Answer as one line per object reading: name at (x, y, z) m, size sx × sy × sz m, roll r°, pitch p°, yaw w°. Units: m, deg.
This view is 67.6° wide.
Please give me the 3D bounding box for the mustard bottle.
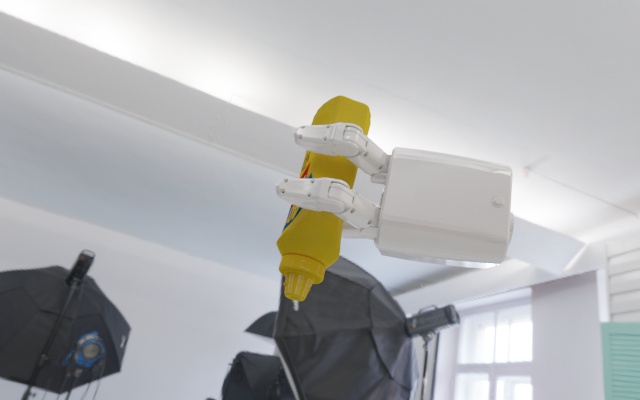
mustard bottle at (0.000, 0.001, 0.455) m, size 0.058 × 0.191 × 0.096 m, roll 19°, pitch -26°, yaw -10°
